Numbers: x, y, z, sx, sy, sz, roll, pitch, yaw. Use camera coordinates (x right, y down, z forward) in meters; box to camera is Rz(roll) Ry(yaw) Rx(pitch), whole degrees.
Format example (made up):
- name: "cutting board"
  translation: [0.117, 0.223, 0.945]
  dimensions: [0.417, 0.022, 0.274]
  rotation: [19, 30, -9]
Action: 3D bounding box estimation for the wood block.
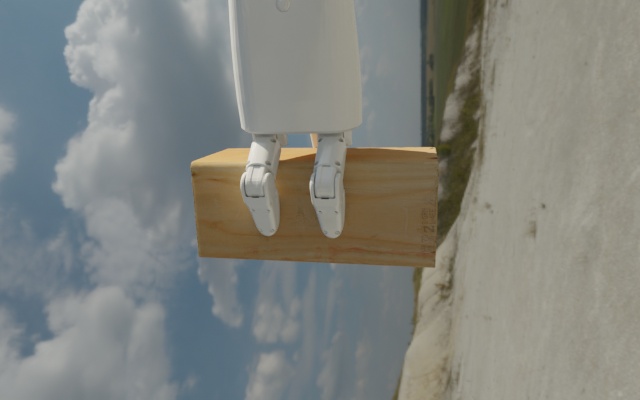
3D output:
- name: "wood block"
  translation: [0.000, 0.001, 0.437]
  dimensions: [0.206, 0.090, 0.090]
  rotation: [1, 14, 12]
